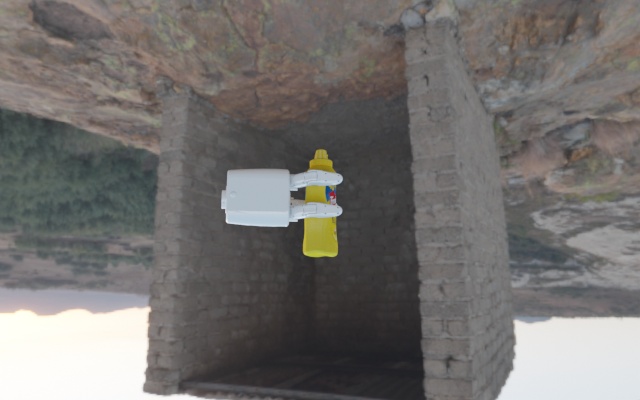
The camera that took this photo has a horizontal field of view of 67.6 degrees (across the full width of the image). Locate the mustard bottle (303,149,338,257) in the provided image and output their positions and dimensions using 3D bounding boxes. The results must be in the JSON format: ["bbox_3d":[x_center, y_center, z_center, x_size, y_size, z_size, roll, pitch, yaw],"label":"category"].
[{"bbox_3d":[0.000,0.003,0.854,0.058,0.191,0.096,-3,-11,15],"label":"mustard bottle"}]
